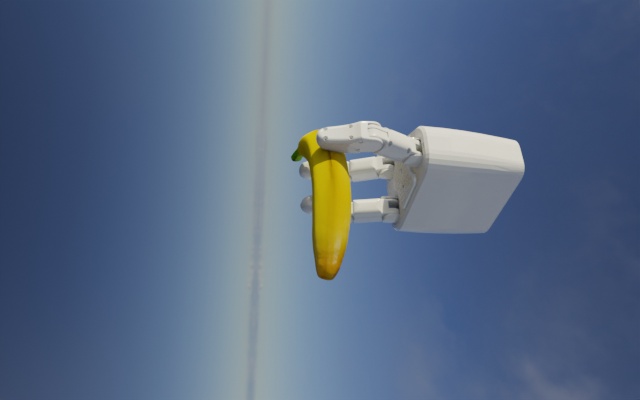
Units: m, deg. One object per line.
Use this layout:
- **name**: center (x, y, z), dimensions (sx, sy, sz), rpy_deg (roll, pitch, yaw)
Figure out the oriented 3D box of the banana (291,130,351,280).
- **banana**: center (0.004, -0.015, 0.455), dimensions (0.037, 0.070, 0.197), rpy_deg (6, 36, -14)
